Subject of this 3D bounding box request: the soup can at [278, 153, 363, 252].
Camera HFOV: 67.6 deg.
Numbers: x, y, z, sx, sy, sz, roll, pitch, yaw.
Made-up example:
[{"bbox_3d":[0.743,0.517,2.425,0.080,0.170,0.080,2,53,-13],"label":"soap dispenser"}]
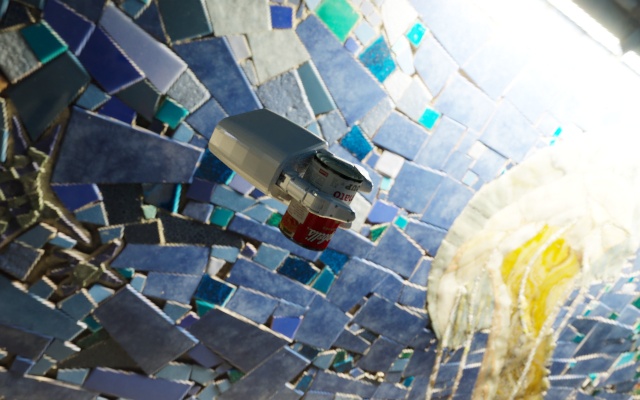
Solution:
[{"bbox_3d":[0.001,0.002,0.584,0.068,0.102,0.068,26,16,-8],"label":"soup can"}]
